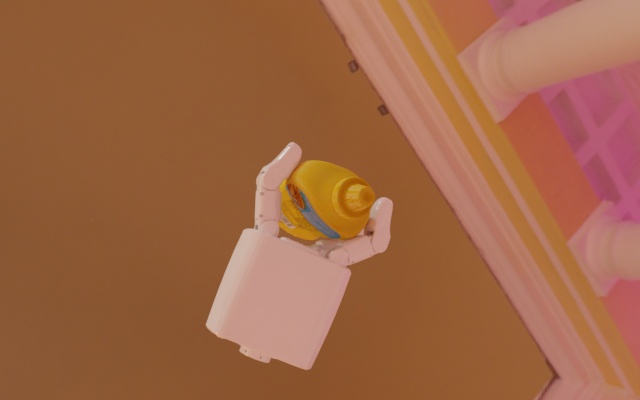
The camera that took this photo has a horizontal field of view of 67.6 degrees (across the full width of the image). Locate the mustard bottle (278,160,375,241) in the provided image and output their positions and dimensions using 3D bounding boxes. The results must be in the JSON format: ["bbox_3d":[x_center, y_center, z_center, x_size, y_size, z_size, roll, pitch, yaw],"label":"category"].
[{"bbox_3d":[0.000,0.001,0.520,0.058,0.096,0.191,-45,16,-21],"label":"mustard bottle"}]
